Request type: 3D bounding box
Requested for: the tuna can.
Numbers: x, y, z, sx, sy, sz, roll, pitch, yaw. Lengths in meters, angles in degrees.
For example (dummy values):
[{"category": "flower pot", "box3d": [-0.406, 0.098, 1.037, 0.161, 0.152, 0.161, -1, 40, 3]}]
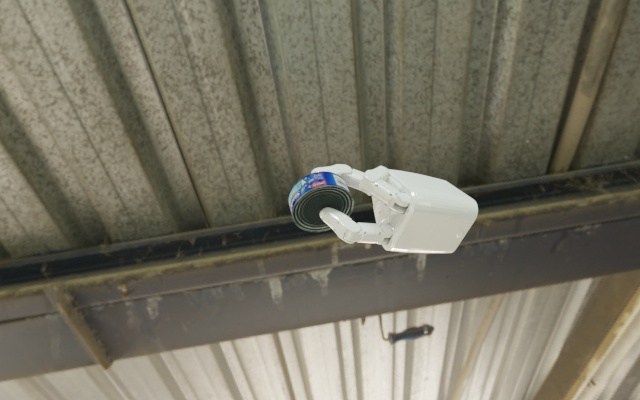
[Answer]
[{"category": "tuna can", "box3d": [0.000, 0.002, 0.651, 0.086, 0.086, 0.033, 0, 43, -19]}]
